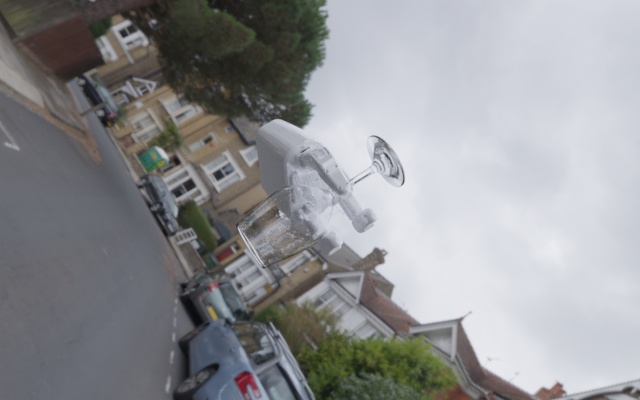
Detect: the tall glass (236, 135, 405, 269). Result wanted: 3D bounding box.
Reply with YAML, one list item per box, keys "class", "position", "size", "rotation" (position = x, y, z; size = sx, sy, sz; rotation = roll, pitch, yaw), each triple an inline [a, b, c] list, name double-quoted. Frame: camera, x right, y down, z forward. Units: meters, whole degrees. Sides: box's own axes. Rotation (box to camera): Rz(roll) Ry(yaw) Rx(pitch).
- class: "tall glass"
  position: [0.001, 0.002, 0.573]
  size: [0.201, 0.079, 0.079]
  rotation: [-32, 9, -14]
